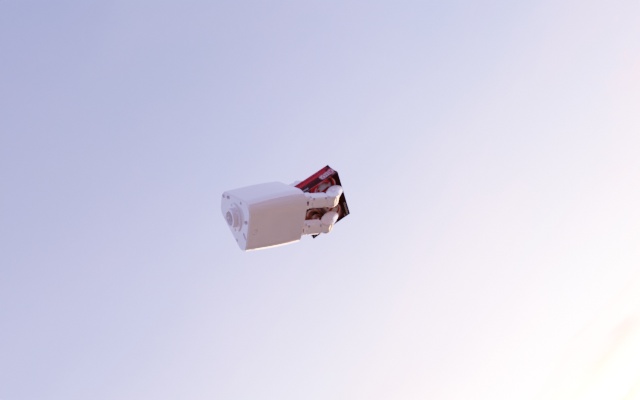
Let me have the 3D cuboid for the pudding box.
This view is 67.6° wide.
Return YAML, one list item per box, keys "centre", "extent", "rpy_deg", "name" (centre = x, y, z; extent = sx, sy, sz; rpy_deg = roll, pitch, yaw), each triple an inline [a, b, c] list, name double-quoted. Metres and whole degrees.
- centre: [0.000, 0.003, 0.882]
  extent: [0.090, 0.114, 0.039]
  rpy_deg: [-33, 46, -15]
  name: "pudding box"
